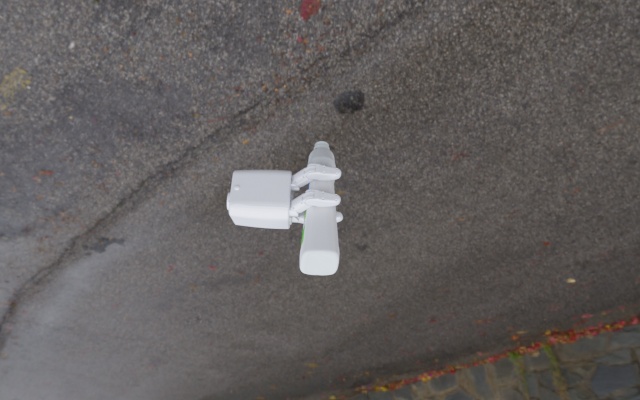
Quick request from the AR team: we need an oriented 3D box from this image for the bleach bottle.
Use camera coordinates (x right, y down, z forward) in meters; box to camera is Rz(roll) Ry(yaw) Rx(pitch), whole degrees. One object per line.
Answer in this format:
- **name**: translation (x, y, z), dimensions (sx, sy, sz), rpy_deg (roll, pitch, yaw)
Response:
- **bleach bottle**: translation (0.000, 0.003, 0.882), dimensions (0.068, 0.250, 0.103), rpy_deg (3, -32, -2)
